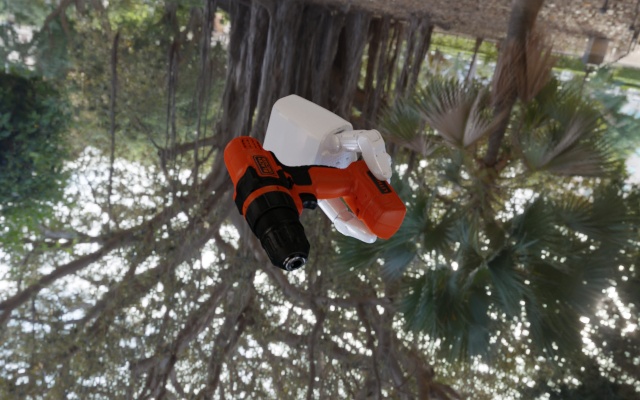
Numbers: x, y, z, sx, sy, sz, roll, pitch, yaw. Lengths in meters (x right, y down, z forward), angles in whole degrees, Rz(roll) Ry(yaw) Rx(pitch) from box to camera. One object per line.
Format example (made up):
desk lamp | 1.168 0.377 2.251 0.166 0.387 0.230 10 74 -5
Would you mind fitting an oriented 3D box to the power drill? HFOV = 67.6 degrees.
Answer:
power drill | 0.000 0.002 0.521 0.187 0.057 0.184 5 39 -34
